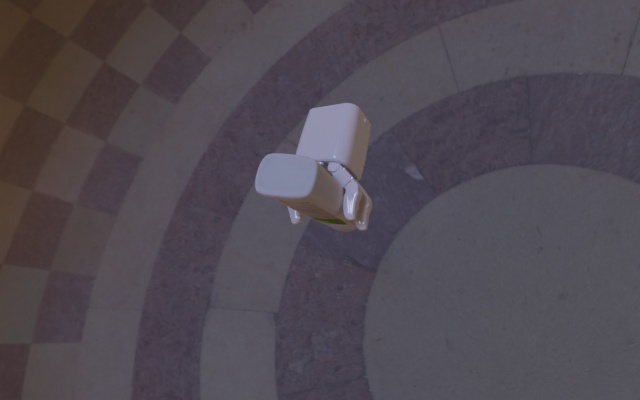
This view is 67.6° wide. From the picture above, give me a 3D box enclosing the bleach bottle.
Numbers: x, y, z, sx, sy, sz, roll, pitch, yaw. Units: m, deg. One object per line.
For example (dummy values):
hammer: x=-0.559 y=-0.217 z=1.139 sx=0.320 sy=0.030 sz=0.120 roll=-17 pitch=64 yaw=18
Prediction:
bleach bottle: x=0.000 y=0.003 z=0.785 sx=0.102 sy=0.068 sz=0.251 roll=7 pitch=-15 yaw=27
